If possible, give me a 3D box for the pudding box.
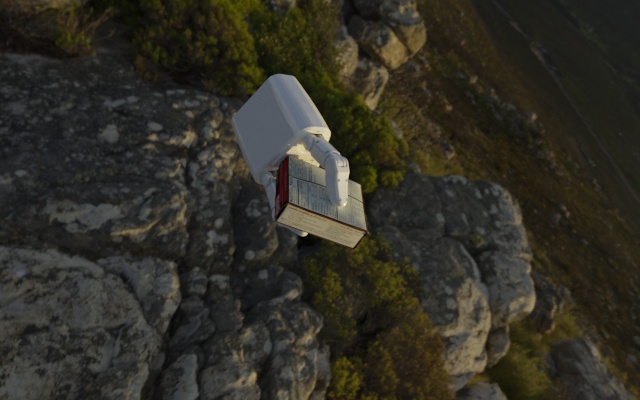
[{"bbox_3d":[0.000,0.002,0.587,0.113,0.090,0.039,20,-50,-20],"label":"pudding box"}]
